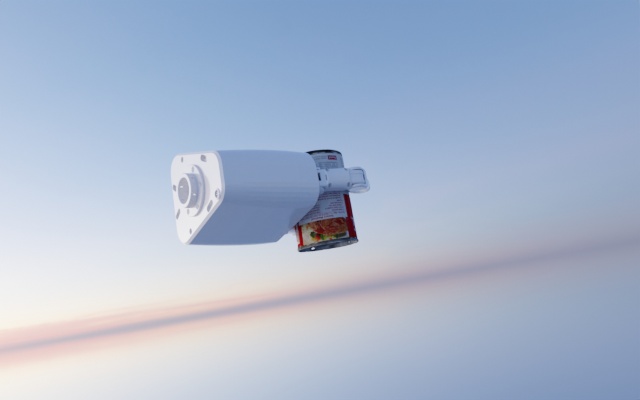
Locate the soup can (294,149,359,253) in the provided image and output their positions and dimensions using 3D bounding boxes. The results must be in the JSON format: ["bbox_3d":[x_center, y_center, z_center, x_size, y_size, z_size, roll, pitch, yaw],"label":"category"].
[{"bbox_3d":[0.000,0.001,0.532,0.068,0.102,0.068,-9,-11,-2],"label":"soup can"}]
